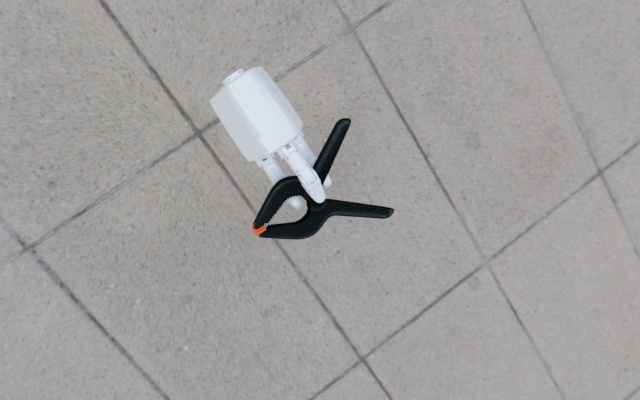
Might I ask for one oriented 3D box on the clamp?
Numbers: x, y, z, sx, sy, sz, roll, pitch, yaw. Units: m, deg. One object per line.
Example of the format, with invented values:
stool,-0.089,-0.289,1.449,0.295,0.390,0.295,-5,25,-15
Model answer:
clamp,0.000,0.003,0.700,0.210,0.164,0.036,-36,12,-7
